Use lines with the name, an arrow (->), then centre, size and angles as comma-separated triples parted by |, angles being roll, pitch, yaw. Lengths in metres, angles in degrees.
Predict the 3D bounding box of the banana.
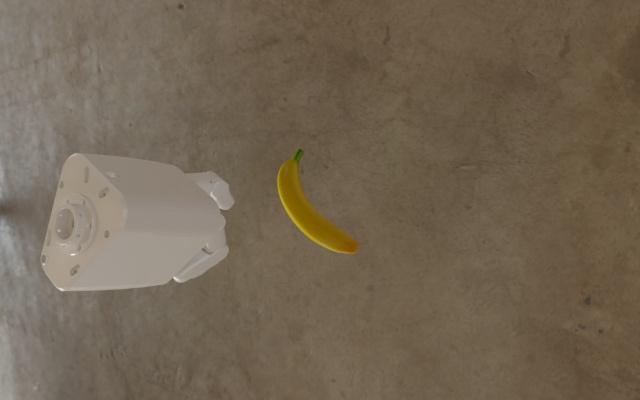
banana -> -0.017, 0.010, 0.730 | 0.069, 0.197, 0.037 | -34, -22, 10
